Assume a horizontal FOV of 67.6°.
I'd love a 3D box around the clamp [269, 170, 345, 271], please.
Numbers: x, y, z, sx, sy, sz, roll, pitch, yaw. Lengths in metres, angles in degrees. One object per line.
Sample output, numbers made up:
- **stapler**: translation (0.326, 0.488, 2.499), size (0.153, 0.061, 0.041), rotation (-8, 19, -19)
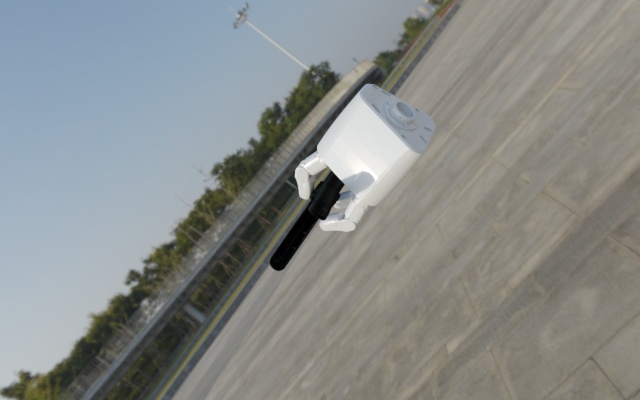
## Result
- **clamp**: translation (0.000, 0.001, 0.686), size (0.165, 0.036, 0.210), rotation (-51, 4, 42)
